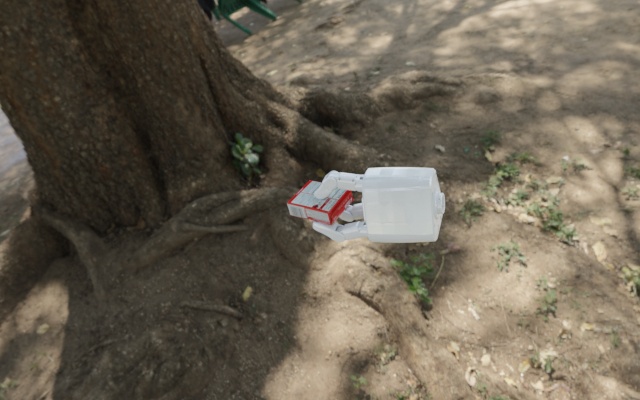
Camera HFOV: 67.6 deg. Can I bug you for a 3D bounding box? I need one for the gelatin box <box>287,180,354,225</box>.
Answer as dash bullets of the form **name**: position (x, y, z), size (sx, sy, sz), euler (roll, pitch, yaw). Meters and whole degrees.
- **gelatin box**: position (0.000, 0.002, 0.811), size (0.089, 0.030, 0.073), euler (12, 42, 32)
